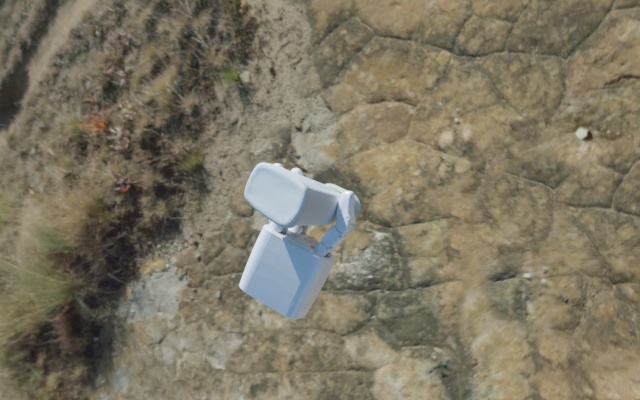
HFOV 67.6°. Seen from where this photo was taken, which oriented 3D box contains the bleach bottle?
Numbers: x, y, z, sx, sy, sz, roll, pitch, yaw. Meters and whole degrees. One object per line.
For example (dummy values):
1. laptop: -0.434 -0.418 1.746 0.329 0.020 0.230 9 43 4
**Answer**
1. bleach bottle: 0.000 0.002 0.728 0.102 0.068 0.251 31 10 30
